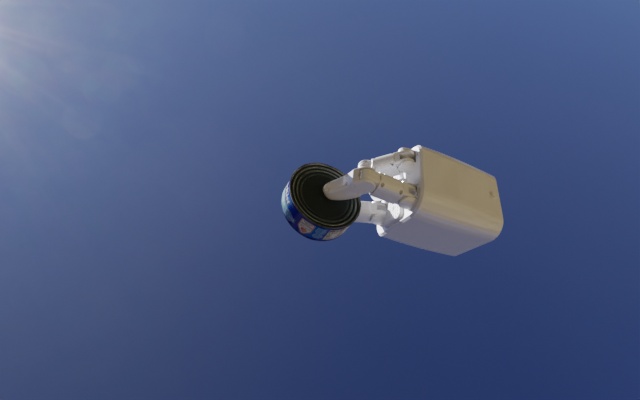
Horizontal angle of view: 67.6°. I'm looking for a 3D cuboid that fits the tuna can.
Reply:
[{"bbox_3d":[0.000,0.002,0.535,0.086,0.086,0.034,0,-32,-28],"label":"tuna can"}]
